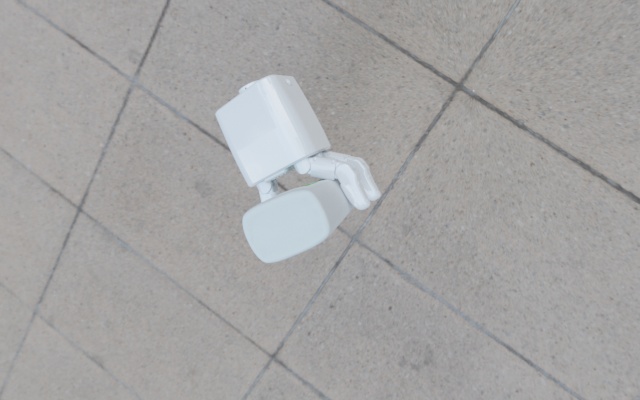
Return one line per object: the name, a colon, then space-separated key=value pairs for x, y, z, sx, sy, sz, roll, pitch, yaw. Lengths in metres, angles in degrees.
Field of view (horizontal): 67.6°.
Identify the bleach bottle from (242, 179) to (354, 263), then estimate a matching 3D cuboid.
bleach bottle: x=0.000 y=0.002 z=0.624 sx=0.102 sy=0.068 sz=0.250 roll=-23 pitch=4 yaw=21
